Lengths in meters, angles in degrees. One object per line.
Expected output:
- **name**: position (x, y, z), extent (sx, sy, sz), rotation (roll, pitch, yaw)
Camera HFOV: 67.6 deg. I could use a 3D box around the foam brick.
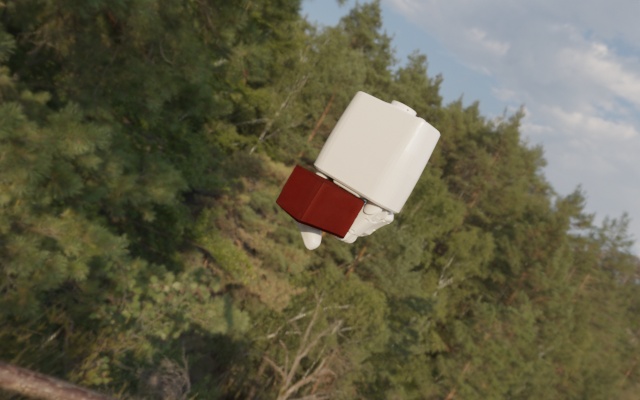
- **foam brick**: position (0.000, 0.002, 0.539), extent (0.078, 0.051, 0.053), rotation (23, 10, -44)
